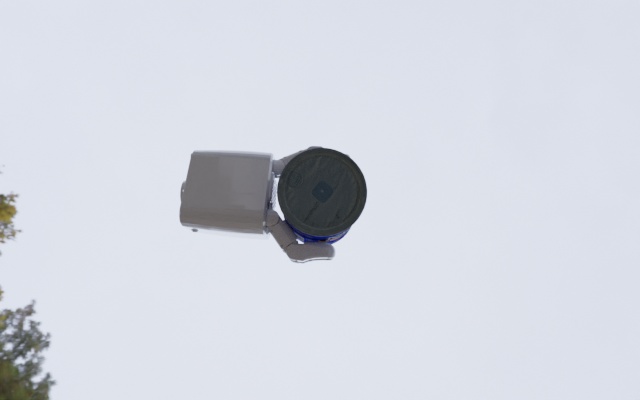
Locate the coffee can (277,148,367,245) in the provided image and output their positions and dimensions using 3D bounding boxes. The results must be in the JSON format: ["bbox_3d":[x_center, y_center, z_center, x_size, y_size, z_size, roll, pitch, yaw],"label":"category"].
[{"bbox_3d":[0.000,0.002,0.607,0.103,0.102,0.140,0,-10,-2],"label":"coffee can"}]
